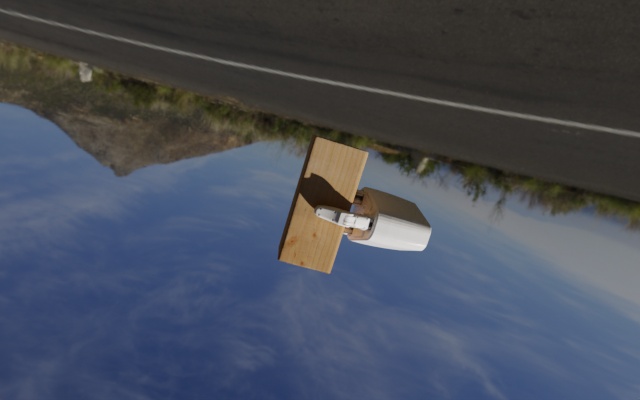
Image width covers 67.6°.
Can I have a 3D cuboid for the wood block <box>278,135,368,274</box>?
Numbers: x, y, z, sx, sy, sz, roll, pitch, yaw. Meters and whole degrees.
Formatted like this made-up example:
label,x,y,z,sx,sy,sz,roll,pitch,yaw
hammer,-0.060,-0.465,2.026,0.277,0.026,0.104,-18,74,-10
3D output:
label,x,y,z,sx,sy,sz,roll,pitch,yaw
wood block,0.000,0.003,0.793,0.090,0.206,0.091,16,7,-7
